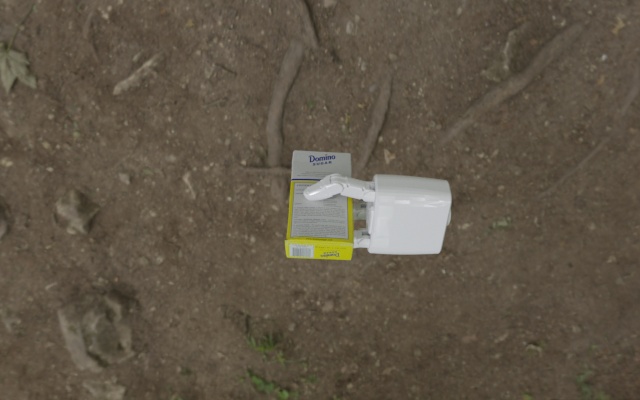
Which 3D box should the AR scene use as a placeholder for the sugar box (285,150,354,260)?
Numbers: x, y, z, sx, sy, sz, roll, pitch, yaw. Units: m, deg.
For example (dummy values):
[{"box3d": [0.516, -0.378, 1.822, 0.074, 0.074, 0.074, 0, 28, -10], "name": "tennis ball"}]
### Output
[{"box3d": [0.000, 0.003, 0.702, 0.093, 0.176, 0.048, 3, -43, -1], "name": "sugar box"}]
